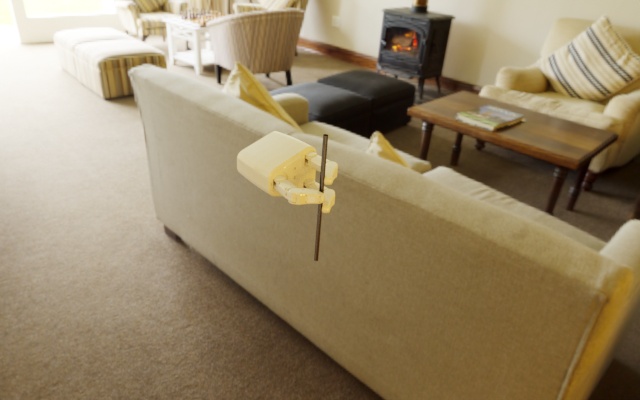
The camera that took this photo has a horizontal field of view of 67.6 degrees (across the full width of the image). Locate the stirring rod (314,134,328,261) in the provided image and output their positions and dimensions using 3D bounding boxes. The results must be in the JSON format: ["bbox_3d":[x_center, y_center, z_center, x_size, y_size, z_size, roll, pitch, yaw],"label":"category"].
[{"bbox_3d":[0.000,0.003,0.803,0.011,0.240,0.011,3,29,-2],"label":"stirring rod"}]
